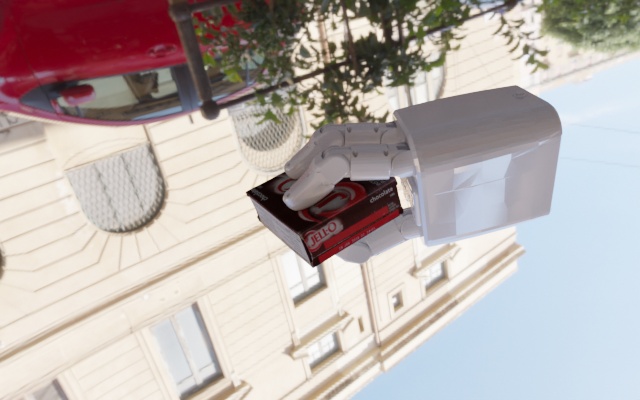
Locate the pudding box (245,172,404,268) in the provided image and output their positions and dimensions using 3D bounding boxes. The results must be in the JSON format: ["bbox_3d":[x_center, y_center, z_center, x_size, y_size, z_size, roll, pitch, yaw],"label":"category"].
[{"bbox_3d":[0.000,0.001,0.403,0.090,0.039,0.113,-28,27,-19],"label":"pudding box"}]
